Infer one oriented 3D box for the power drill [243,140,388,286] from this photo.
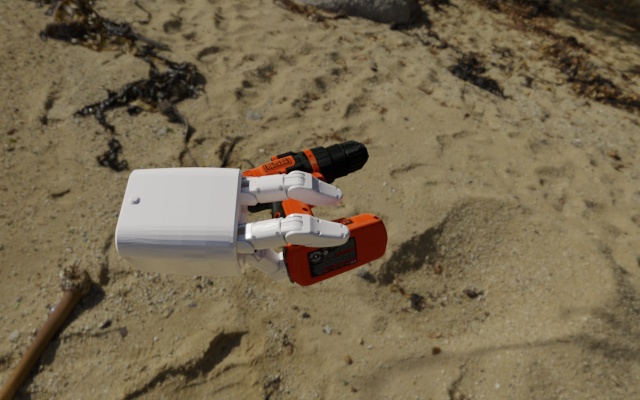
[{"bbox_3d":[0.000,0.002,0.541,0.184,0.057,0.187,-21,36,-12],"label":"power drill"}]
